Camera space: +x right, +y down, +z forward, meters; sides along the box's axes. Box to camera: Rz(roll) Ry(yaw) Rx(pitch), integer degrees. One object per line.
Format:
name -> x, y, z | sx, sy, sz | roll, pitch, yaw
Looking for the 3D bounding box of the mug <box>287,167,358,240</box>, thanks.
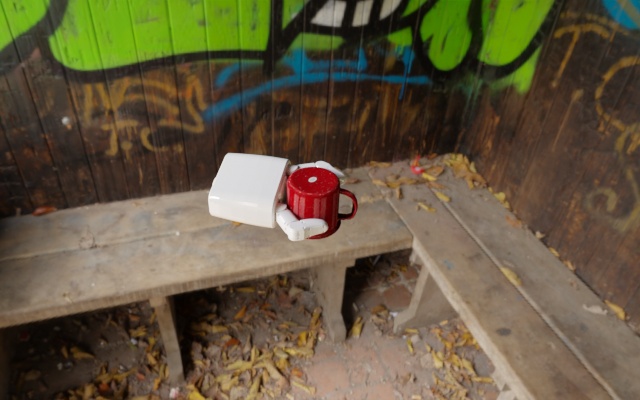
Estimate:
mug -> 0.002, 0.003, 0.746 | 0.117, 0.082, 0.093 | 8, 37, 7
